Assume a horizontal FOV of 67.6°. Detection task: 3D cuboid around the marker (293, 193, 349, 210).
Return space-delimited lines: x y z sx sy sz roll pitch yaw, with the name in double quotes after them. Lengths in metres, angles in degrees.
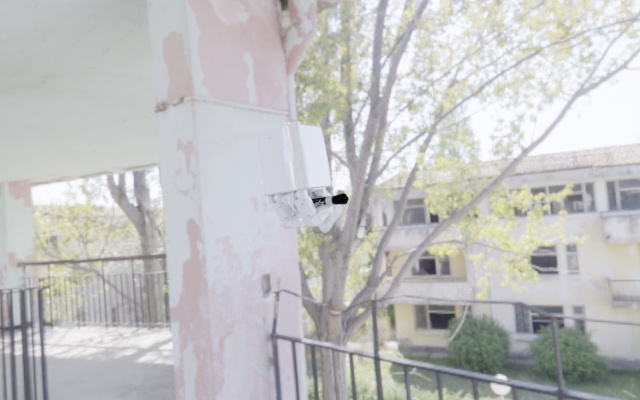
0.000 0.003 0.817 0.121 0.020 0.020 -8 -6 44 "marker"
